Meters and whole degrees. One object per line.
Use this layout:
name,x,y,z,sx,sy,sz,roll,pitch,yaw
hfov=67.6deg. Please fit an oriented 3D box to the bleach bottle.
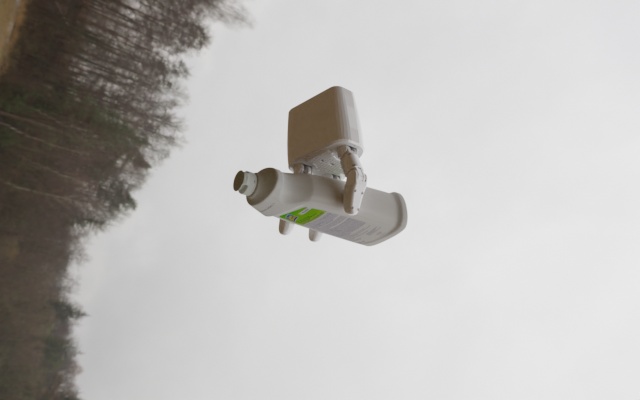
bleach bottle,0.000,0.002,0.670,0.251,0.068,0.102,17,-36,-34
